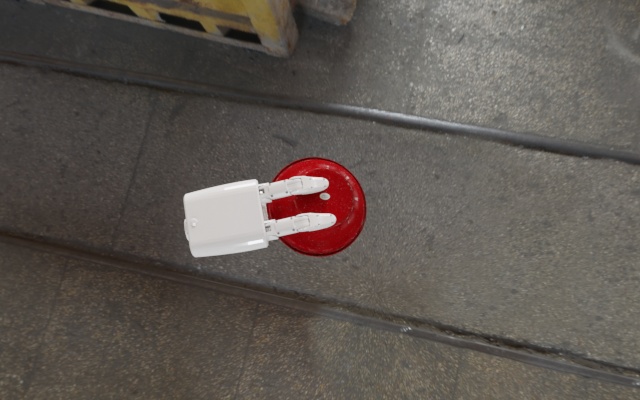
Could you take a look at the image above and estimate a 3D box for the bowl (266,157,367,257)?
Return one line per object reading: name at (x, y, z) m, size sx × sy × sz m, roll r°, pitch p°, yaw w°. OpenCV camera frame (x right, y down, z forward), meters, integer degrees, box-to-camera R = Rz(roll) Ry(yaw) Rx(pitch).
bowl at (0.001, 0.002, 0.727) m, size 0.162 × 0.162 × 0.055 m, roll 0°, pitch -14°, yaw -12°
